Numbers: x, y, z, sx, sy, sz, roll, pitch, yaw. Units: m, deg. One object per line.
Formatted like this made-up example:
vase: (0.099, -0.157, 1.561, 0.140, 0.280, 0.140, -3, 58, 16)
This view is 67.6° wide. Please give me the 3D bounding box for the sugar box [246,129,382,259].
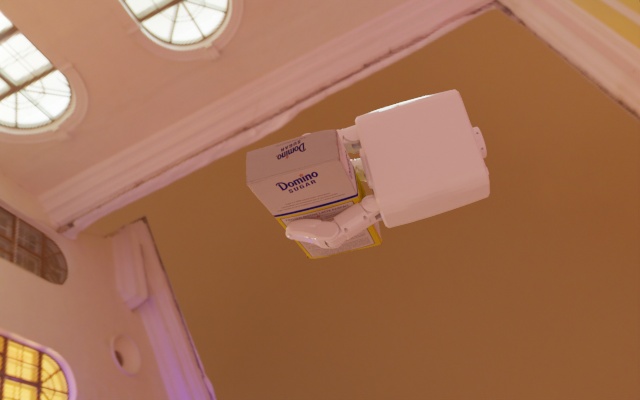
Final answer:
sugar box: (0.000, 0.001, 0.505, 0.093, 0.048, 0.176, -14, -36, 12)
